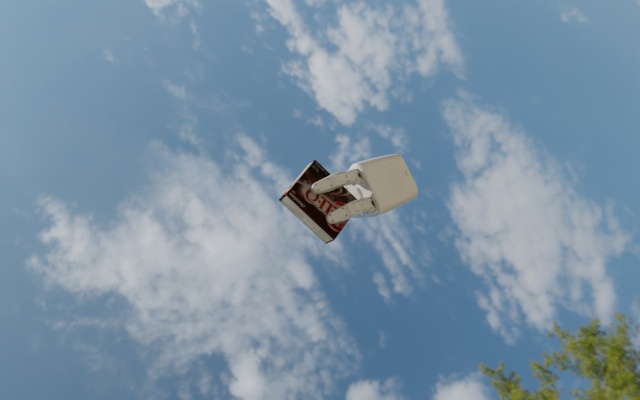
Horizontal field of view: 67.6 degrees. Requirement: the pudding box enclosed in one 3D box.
[{"bbox_3d":[0.000,0.003,0.802,0.113,0.090,0.039,42,-33,-7],"label":"pudding box"}]
